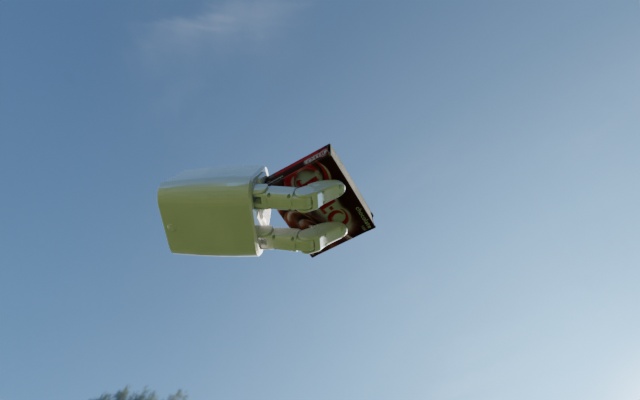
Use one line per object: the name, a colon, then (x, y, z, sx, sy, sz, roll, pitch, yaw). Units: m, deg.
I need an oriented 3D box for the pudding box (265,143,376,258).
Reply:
pudding box: (0.000, 0.002, 0.566, 0.090, 0.113, 0.039, -27, 27, 16)
